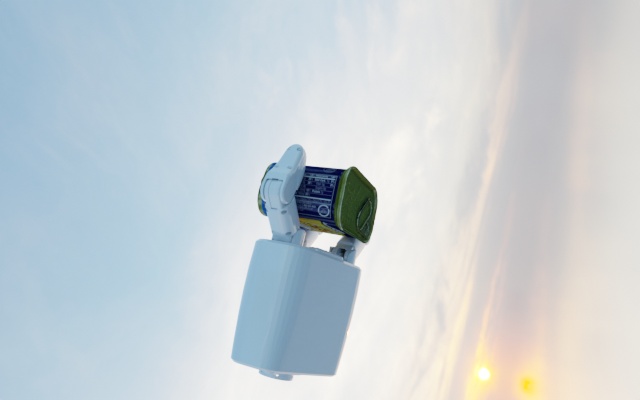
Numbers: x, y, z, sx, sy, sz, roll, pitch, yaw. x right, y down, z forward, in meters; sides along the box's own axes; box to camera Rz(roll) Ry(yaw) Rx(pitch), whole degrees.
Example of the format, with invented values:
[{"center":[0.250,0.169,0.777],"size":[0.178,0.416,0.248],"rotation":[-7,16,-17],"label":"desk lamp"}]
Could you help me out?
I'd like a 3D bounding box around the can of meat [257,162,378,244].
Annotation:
[{"center":[0.000,0.001,0.457],"size":[0.084,0.057,0.102],"rotation":[7,-11,23],"label":"can of meat"}]
